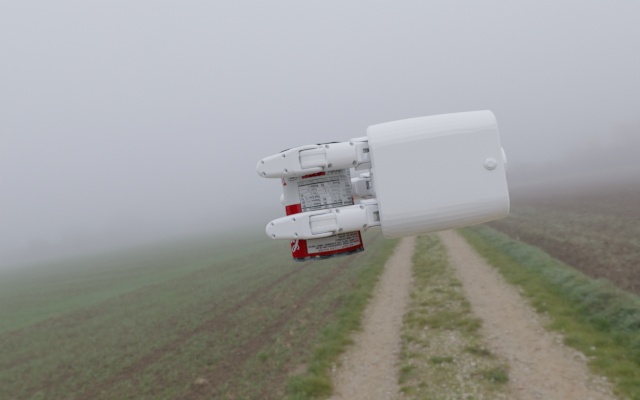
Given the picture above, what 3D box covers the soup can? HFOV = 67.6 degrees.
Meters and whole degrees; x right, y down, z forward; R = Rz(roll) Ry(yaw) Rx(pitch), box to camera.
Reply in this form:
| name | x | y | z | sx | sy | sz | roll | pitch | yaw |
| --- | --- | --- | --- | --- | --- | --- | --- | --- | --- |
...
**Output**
| name | x | y | z | sx | sy | sz | roll | pitch | yaw |
| --- | --- | --- | --- | --- | --- | --- | --- | --- | --- |
| soup can | 0.000 | 0.001 | 0.447 | 0.068 | 0.102 | 0.068 | -9 | -1 | 0 |
